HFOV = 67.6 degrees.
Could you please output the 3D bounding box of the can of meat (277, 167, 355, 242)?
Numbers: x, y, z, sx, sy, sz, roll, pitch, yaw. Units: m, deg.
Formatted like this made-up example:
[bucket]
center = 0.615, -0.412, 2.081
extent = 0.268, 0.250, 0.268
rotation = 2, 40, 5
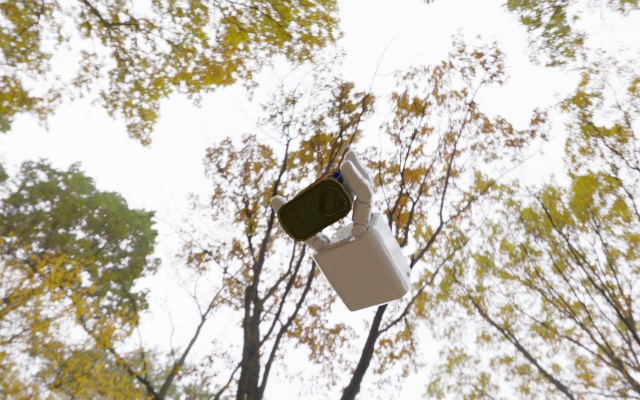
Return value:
[can of meat]
center = 0.000, 0.002, 0.666
extent = 0.102, 0.057, 0.084
rotation = -32, 7, 20
